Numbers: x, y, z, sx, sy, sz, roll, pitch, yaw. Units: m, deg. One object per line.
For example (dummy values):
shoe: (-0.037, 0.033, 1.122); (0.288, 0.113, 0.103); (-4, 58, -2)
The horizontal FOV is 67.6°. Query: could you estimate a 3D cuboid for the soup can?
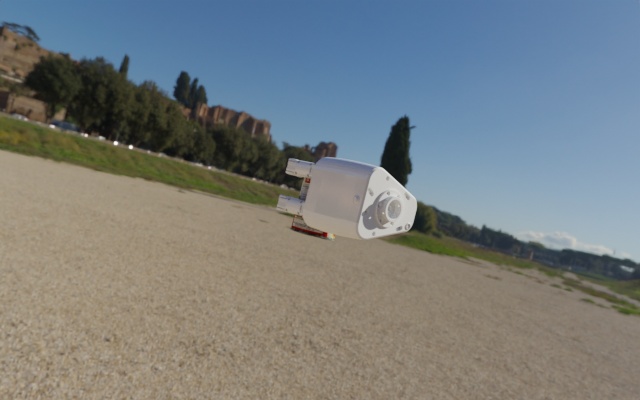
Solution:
soup can: (0.000, 0.002, 0.710); (0.068, 0.102, 0.068); (14, -1, 0)
